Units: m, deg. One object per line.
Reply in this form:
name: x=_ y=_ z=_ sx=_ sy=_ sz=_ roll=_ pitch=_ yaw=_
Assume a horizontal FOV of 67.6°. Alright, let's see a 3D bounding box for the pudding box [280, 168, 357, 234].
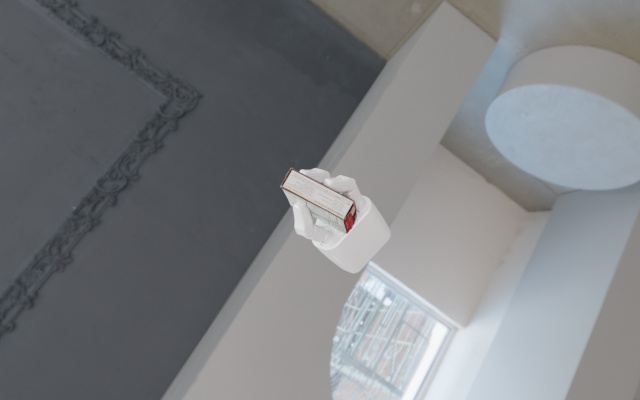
pudding box: x=0.000 y=0.003 z=0.735 sx=0.113 sy=0.039 sz=0.090 roll=26 pitch=-13 yaw=13
